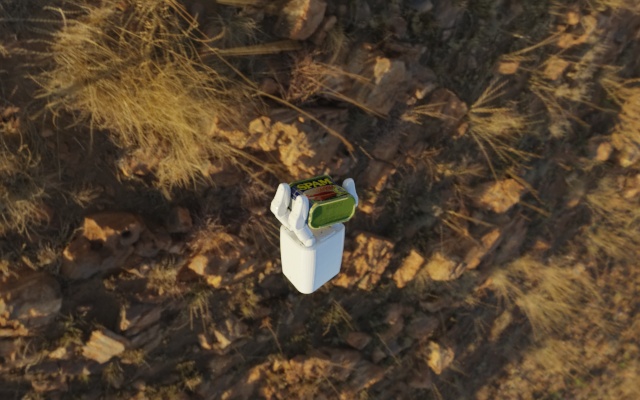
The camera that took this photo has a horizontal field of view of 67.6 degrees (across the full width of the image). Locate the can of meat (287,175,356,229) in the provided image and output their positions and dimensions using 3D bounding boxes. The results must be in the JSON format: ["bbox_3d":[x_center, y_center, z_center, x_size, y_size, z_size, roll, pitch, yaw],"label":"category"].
[{"bbox_3d":[0.000,0.003,0.848,0.102,0.057,0.084,-14,35,-31],"label":"can of meat"}]
